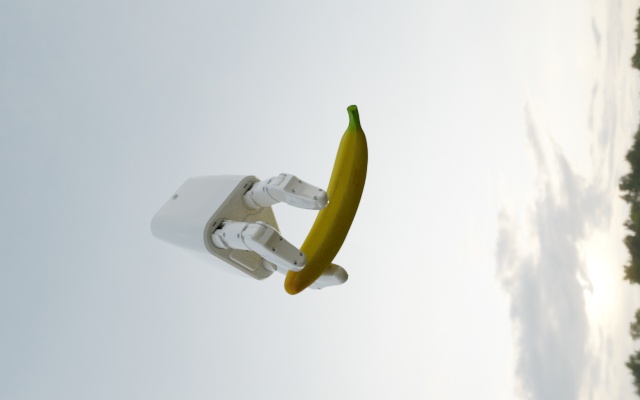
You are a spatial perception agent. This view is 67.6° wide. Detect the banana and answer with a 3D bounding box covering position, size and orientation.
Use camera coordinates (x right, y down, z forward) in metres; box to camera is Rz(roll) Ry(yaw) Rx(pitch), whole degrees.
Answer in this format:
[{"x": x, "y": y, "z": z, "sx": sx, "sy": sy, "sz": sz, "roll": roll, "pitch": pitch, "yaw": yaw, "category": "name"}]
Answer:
[{"x": 0.011, "y": 0.005, "z": 0.489, "sx": 0.037, "sy": 0.197, "sz": 0.070, "roll": 8, "pitch": -15, "yaw": 38, "category": "banana"}]
